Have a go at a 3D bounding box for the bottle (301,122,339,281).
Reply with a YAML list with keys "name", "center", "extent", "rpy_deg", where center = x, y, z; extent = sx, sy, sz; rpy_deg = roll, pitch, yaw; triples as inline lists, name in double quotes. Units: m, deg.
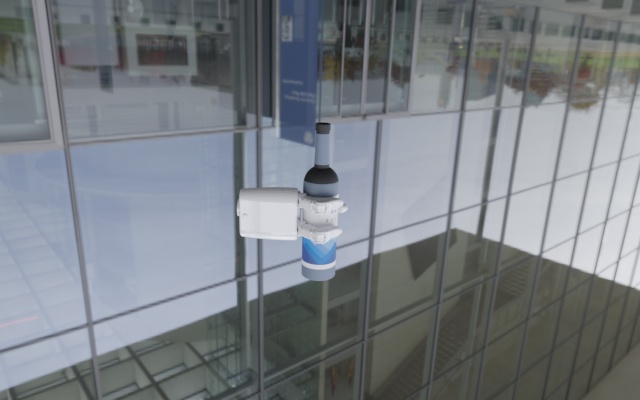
- name: "bottle"
  center: [0.000, 0.003, 0.895]
  extent: [0.069, 0.296, 0.069]
  rpy_deg: [2, 17, -1]
